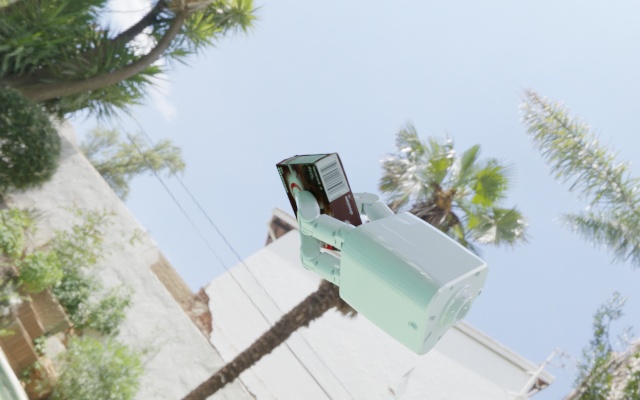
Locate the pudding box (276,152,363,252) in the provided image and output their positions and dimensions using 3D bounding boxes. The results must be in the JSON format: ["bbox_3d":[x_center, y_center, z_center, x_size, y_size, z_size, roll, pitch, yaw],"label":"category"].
[{"bbox_3d":[0.000,0.002,0.559,0.039,0.113,0.090,-27,17,-31],"label":"pudding box"}]
